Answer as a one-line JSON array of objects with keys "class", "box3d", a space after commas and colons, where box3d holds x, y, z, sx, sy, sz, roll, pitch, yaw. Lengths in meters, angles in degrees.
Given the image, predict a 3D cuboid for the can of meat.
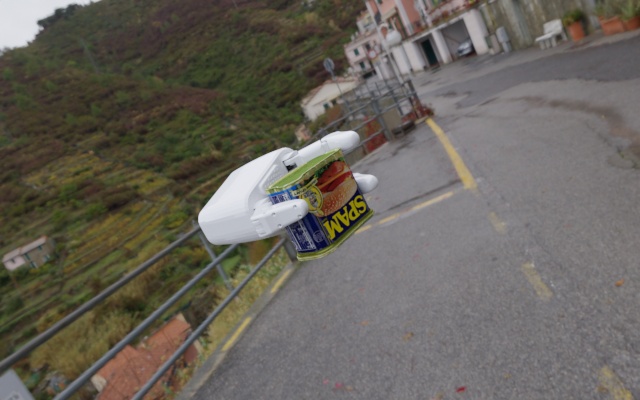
[{"class": "can of meat", "box3d": [0.000, 0.001, 0.514, 0.057, 0.084, 0.102, -14, 18, 47]}]
